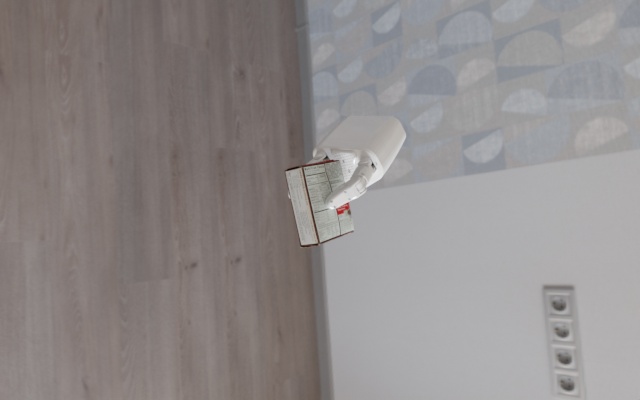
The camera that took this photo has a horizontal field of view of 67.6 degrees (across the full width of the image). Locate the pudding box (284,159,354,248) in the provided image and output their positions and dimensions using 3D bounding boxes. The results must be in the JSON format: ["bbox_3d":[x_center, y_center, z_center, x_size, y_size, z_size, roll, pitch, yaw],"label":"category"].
[{"bbox_3d":[0.000,0.002,0.679,0.039,0.113,0.090,-12,1,40],"label":"pudding box"}]
